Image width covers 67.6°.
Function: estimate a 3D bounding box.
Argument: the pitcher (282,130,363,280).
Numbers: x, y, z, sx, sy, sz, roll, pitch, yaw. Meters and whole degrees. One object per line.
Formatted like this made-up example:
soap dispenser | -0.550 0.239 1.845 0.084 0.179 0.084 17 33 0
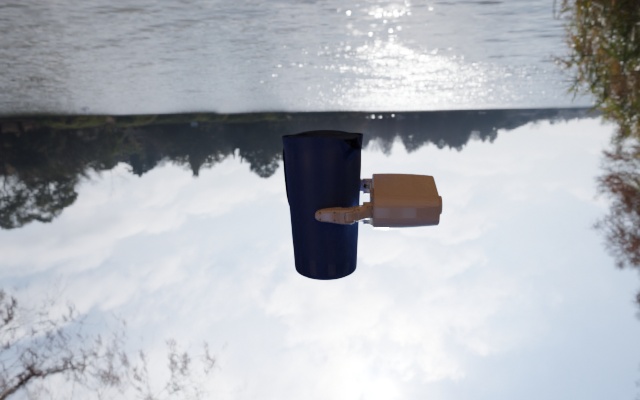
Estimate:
pitcher | 0.000 0.003 0.812 0.145 0.243 0.149 0 11 5
